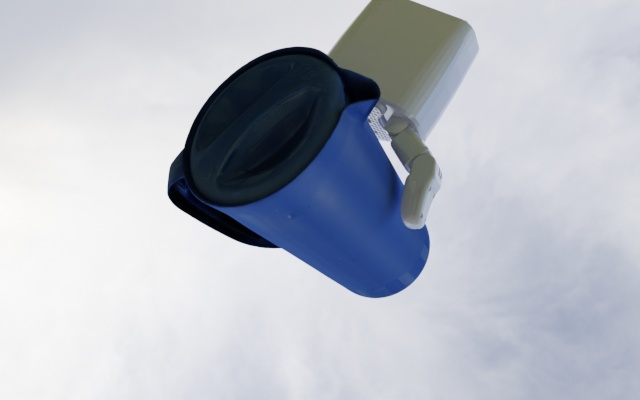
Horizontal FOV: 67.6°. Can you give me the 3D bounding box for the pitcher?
[{"bbox_3d":[0.000,0.001,0.417,0.149,0.145,0.243,25,-13,39],"label":"pitcher"}]
